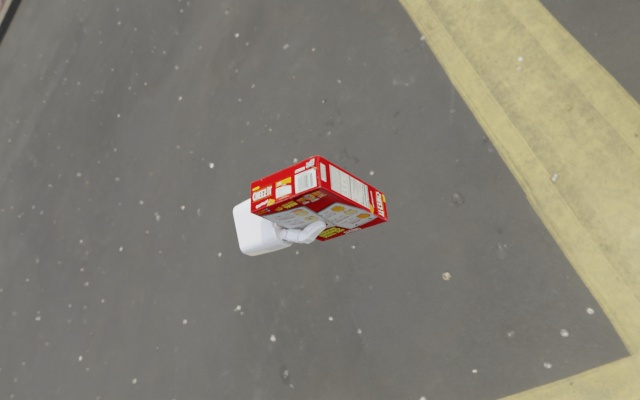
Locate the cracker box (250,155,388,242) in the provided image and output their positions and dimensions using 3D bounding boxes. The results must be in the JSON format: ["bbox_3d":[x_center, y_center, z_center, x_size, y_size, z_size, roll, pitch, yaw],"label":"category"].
[{"bbox_3d":[0.000,0.003,0.900,0.164,0.072,0.214,-20,-29,34],"label":"cracker box"}]
